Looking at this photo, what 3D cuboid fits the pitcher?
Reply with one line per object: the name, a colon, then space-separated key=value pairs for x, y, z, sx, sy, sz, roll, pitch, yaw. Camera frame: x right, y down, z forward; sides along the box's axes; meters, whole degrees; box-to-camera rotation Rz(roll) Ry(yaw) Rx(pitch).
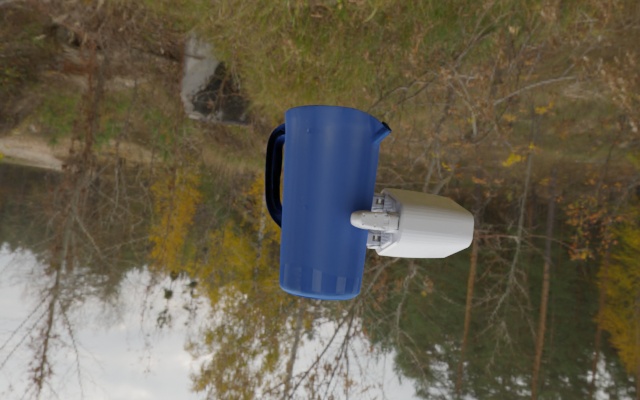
pitcher: x=0.000 y=0.002 z=0.641 sx=0.145 sy=0.243 sz=0.149 roll=6 pitch=-2 yaw=-13
